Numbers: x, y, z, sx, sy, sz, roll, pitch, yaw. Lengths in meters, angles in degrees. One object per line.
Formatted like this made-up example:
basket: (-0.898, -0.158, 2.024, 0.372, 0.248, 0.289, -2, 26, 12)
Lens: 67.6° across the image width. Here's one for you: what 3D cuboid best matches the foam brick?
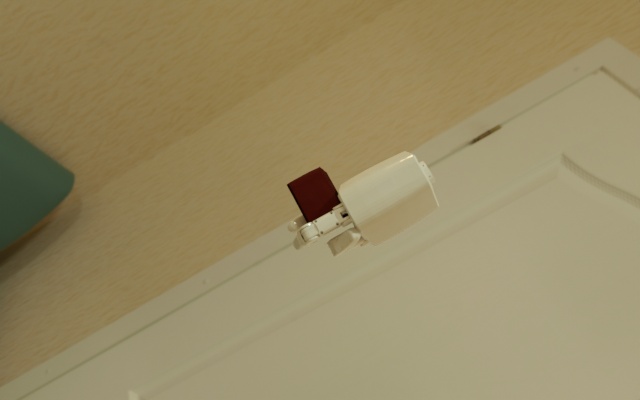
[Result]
foam brick: (0.000, 0.002, 0.645, 0.051, 0.078, 0.053, -31, -12, 9)
